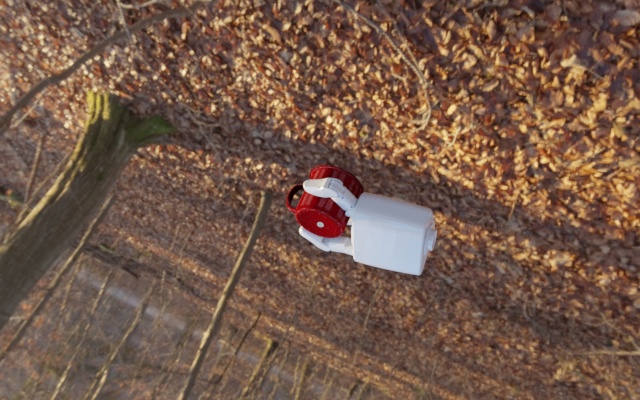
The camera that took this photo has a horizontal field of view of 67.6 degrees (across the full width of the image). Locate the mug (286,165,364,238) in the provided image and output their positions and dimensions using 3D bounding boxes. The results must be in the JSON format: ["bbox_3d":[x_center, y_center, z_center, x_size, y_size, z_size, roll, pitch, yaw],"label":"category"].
[{"bbox_3d":[-0.001,0.002,0.750,0.117,0.081,0.093,11,-33,21],"label":"mug"}]
